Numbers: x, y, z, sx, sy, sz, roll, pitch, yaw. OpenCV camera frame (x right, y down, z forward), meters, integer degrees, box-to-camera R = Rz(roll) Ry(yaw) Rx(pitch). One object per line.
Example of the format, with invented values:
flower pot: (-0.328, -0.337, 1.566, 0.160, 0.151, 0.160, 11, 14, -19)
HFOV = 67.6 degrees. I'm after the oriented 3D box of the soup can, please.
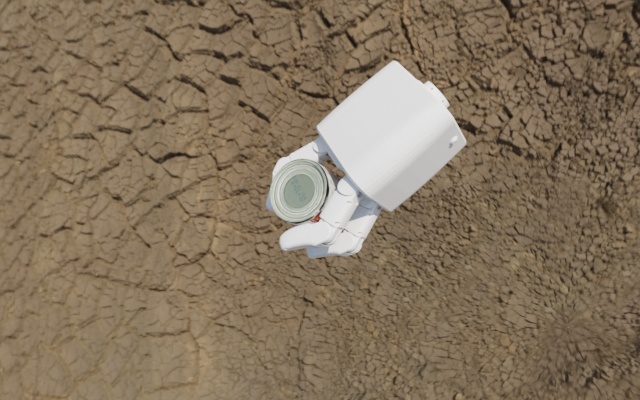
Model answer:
soup can: (0.000, 0.002, 0.510, 0.068, 0.068, 0.102, 0, -13, 27)
